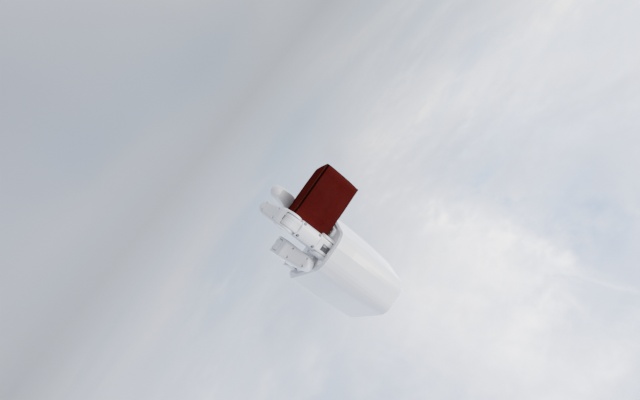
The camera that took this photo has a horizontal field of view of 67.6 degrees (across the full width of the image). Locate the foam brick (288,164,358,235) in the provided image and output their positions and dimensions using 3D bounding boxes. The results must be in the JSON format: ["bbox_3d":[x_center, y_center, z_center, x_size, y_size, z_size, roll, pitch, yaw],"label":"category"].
[{"bbox_3d":[0.000,0.002,0.600,0.051,0.078,0.053,37,-11,-11],"label":"foam brick"}]
